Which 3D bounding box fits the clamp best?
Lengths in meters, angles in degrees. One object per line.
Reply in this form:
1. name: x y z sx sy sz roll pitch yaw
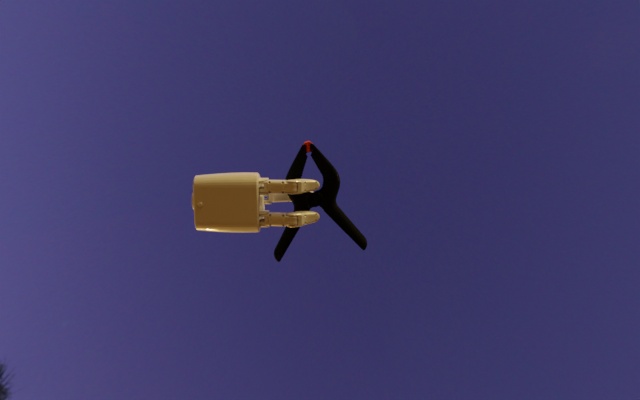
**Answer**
1. clamp: 0.000 0.002 0.829 0.164 0.210 0.036 -1 9 -5
